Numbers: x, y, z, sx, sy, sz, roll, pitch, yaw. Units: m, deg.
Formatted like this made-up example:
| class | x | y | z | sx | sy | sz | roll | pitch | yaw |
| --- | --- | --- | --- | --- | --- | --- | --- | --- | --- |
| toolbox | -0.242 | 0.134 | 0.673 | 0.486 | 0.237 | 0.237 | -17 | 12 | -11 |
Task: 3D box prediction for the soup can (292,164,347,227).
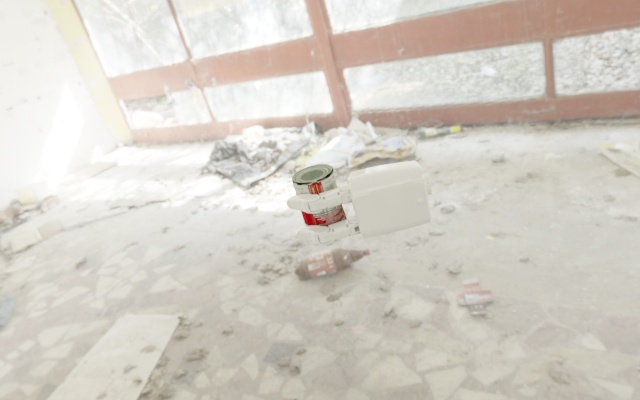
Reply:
| class | x | y | z | sx | sy | sz | roll | pitch | yaw |
| --- | --- | --- | --- | --- | --- | --- | --- | --- | --- |
| soup can | 0.000 | 0.002 | 0.747 | 0.068 | 0.102 | 0.068 | -13 | 25 | 6 |
